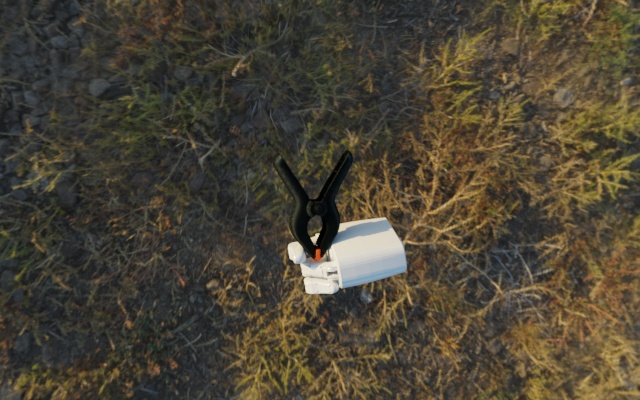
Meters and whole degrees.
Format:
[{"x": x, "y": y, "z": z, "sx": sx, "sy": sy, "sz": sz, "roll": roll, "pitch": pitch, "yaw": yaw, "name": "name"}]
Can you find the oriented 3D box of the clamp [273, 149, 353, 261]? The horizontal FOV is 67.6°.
[{"x": 0.000, "y": 0.003, "z": 0.717, "sx": 0.120, "sy": 0.171, "sz": 0.039, "roll": -11, "pitch": 16, "yaw": -8, "name": "clamp"}]
